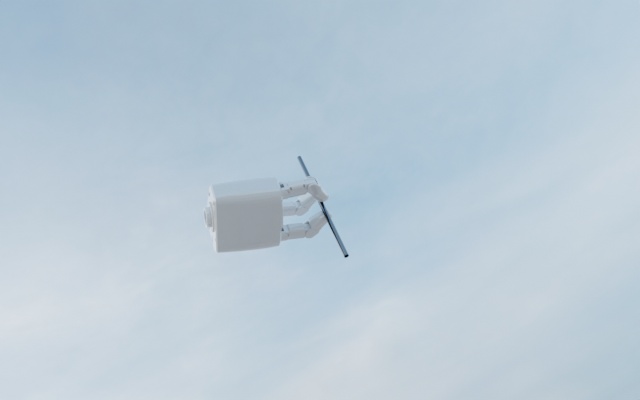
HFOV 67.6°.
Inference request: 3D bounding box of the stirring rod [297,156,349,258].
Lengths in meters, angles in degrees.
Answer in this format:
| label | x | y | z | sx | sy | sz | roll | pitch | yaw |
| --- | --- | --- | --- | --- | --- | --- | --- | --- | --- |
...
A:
| label | x | y | z | sx | sy | sz | roll | pitch | yaw |
| --- | --- | --- | --- | --- | --- | --- | --- | --- | --- |
| stirring rod | 0.000 | 0.003 | 0.808 | 0.011 | 0.011 | 0.239 | 0 | 43 | -27 |
